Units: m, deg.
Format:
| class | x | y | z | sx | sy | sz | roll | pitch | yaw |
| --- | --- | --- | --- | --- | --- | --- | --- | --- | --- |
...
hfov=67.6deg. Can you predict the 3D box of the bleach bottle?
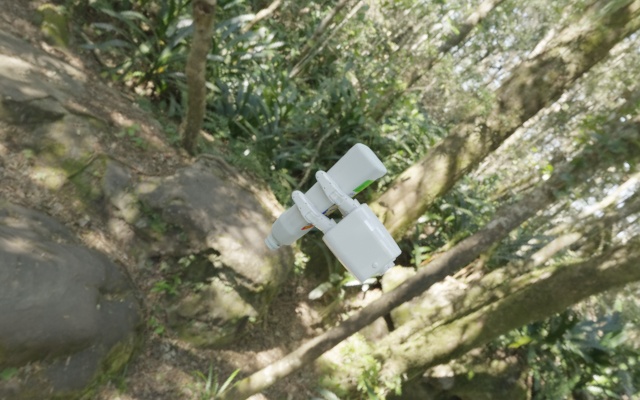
| class | x | y | z | sx | sy | sz | roll | pitch | yaw |
| --- | --- | --- | --- | --- | --- | --- | --- | --- | --- |
| bleach bottle | 0.000 | 0.003 | 0.867 | 0.251 | 0.068 | 0.102 | -41 | -11 | 15 |
